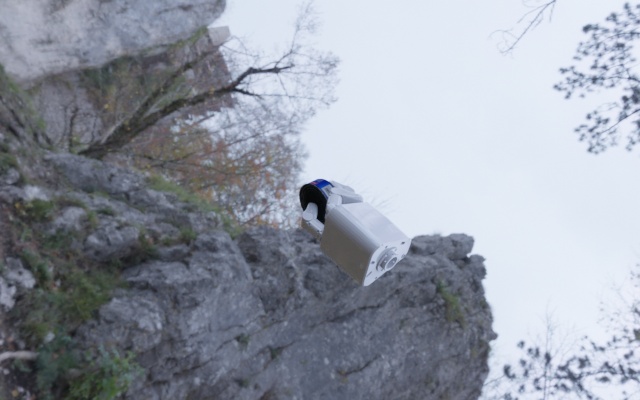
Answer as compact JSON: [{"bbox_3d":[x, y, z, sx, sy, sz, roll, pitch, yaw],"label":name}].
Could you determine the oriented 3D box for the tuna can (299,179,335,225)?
[{"bbox_3d":[0.001,0.003,0.893,0.033,0.086,0.086,-27,16,-35],"label":"tuna can"}]
